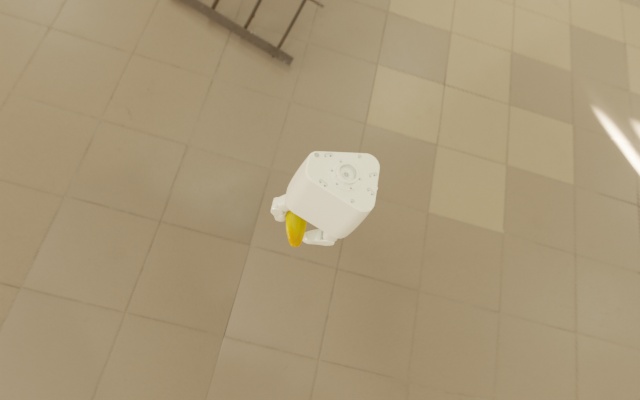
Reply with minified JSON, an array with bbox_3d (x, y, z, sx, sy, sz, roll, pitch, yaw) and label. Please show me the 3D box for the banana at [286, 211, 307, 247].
[{"bbox_3d":[-0.013,-0.011,0.808,0.069,0.197,0.037,40,-32,-3],"label":"banana"}]
